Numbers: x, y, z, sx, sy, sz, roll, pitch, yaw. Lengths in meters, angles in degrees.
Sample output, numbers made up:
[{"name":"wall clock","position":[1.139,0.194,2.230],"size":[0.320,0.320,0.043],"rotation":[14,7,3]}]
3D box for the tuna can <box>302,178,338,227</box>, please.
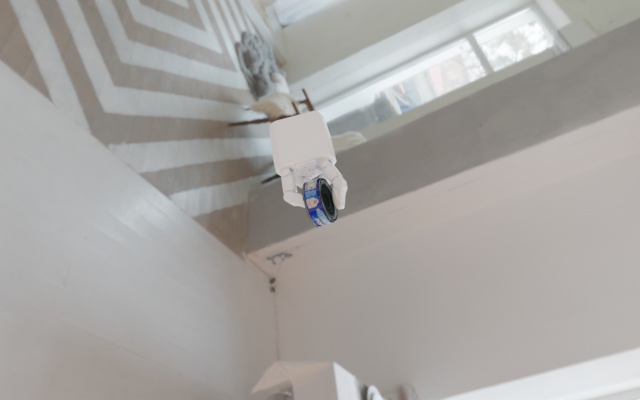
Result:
[{"name":"tuna can","position":[0.001,0.003,0.863],"size":[0.034,0.086,0.086],"rotation":[-17,-6,18]}]
